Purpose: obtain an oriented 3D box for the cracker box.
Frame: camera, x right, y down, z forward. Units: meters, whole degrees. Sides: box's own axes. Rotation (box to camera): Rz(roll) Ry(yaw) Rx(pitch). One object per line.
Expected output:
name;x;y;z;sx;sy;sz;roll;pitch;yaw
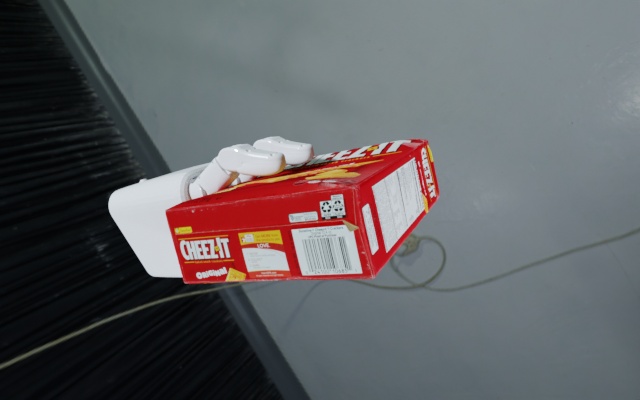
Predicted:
cracker box;0.000;0.002;0.427;0.164;0.072;0.213;-7;12;27
